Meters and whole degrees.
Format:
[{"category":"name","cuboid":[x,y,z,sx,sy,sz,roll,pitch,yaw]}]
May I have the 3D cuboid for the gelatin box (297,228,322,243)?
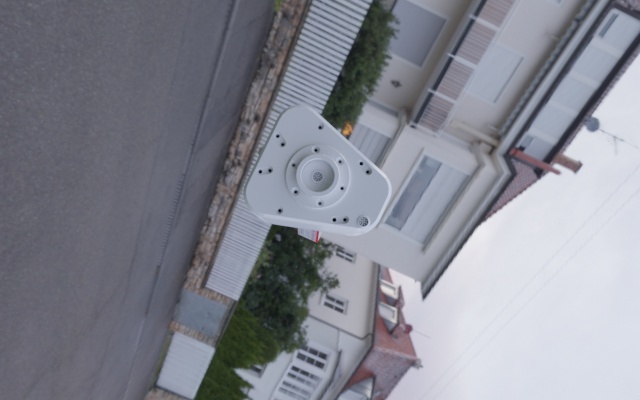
[{"category":"gelatin box","cuboid":[0.000,0.002,0.541,0.030,0.073,0.089,24,-16,6]}]
